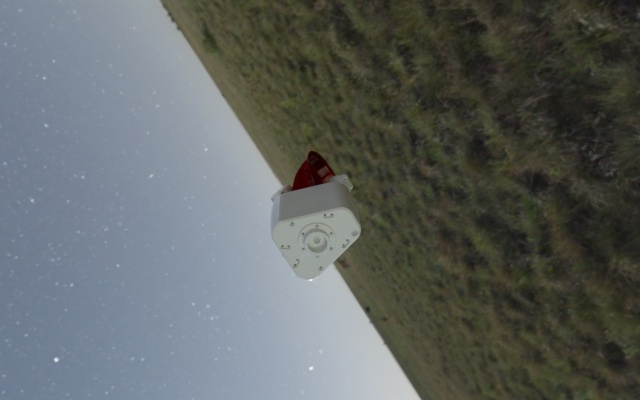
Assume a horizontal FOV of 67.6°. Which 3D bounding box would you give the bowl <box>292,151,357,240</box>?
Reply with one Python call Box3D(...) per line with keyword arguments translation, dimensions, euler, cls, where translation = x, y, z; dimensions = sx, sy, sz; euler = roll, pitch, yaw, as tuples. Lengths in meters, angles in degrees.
Box3D(translation=(0.000, 0.003, 0.780), dimensions=(0.055, 0.162, 0.162), euler=(-26, -8, 16), cls="bowl")
